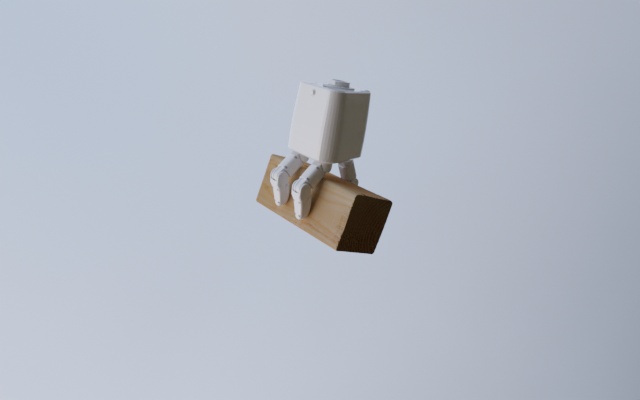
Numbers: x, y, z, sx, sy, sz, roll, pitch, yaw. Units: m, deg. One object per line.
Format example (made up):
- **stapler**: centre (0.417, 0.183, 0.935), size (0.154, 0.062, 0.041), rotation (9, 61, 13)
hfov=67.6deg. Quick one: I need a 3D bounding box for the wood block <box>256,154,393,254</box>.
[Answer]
- **wood block**: centre (0.000, 0.002, 0.768), size (0.091, 0.090, 0.206), rotation (10, 13, -45)
